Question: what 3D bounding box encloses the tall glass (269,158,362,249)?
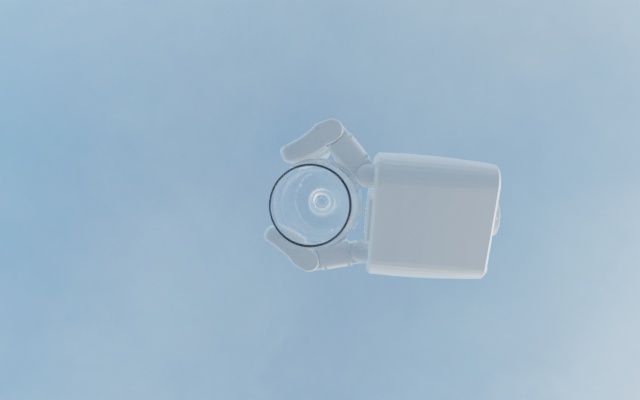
[{"bbox_3d":[0.000,0.002,0.448,0.079,0.079,0.201,0,1,5],"label":"tall glass"}]
